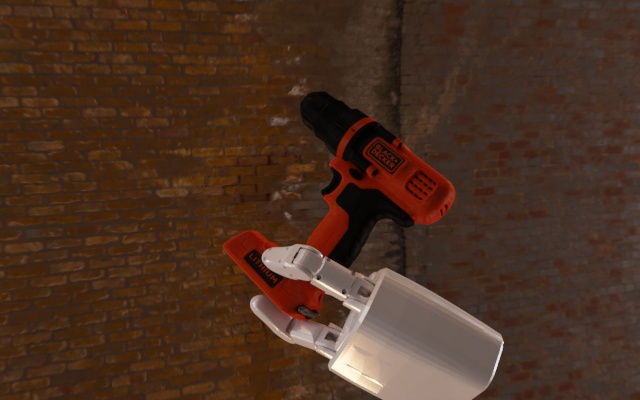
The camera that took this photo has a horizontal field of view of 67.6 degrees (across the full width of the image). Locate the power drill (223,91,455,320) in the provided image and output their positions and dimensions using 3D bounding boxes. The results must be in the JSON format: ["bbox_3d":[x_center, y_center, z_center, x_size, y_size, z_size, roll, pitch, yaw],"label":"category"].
[{"bbox_3d":[0.000,0.002,0.449,0.184,0.187,0.057,42,-1,27],"label":"power drill"}]
